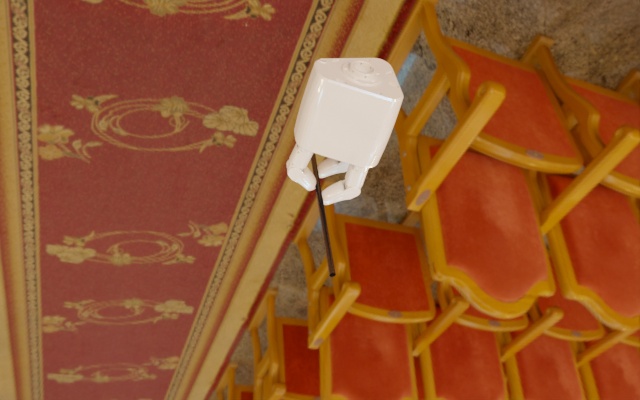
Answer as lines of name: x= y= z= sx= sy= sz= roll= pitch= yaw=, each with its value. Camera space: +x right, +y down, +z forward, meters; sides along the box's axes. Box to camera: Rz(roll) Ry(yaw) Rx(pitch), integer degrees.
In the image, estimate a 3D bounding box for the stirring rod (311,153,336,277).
stirring rod: x=0.000 y=0.002 z=0.659 sx=0.011 sy=0.239 sz=0.011 roll=-5 pitch=-42 yaw=-5
